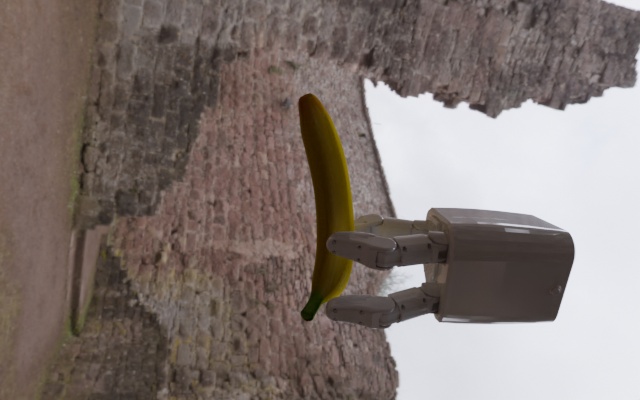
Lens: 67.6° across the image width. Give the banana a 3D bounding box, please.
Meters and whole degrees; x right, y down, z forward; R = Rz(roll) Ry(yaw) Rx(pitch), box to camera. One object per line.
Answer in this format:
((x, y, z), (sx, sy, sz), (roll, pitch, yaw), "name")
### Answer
((0.007, 0.005, 0.437), (0.037, 0.198, 0.069), (-3, -1, 21), "banana")
